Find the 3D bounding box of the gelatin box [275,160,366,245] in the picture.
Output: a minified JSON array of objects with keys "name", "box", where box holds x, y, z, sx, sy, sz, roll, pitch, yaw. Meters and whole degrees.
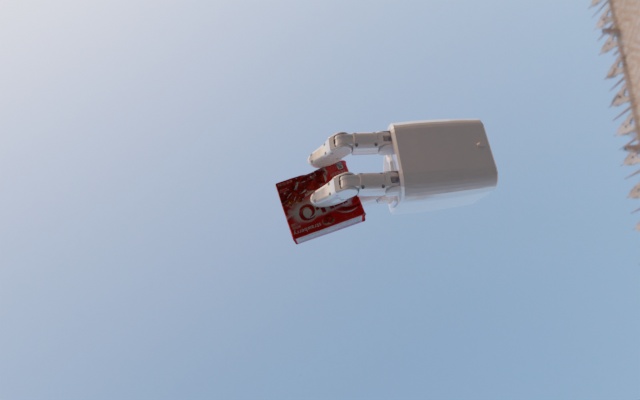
[{"name":"gelatin box","box":[0.000,0.002,0.561,0.089,0.073,0.030,-19,-20,-2]}]
